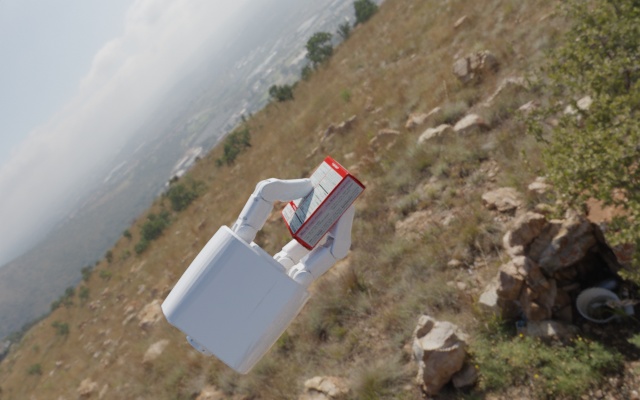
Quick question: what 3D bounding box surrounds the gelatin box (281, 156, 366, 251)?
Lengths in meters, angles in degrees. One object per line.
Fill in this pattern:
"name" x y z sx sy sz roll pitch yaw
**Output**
"gelatin box" 0.000 0.001 0.514 0.030 0.089 0.073 38 5 -24
